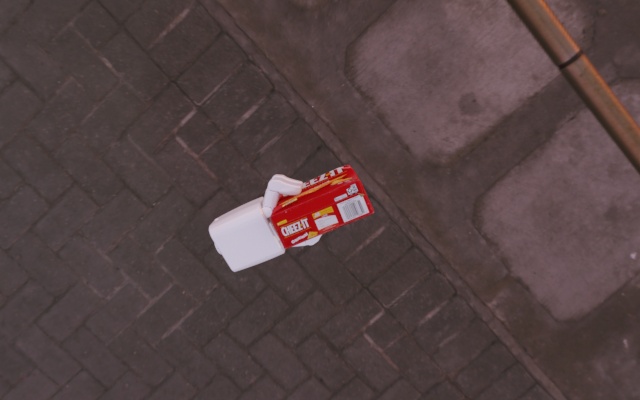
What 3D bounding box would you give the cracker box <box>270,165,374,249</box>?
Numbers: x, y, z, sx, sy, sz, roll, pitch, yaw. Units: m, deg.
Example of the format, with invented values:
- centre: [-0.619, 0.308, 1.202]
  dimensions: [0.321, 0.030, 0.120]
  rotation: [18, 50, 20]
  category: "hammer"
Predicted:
- centre: [0.000, 0.003, 0.885]
  dimensions: [0.164, 0.072, 0.213]
  rotation: [-23, 11, 3]
  category: "cracker box"
